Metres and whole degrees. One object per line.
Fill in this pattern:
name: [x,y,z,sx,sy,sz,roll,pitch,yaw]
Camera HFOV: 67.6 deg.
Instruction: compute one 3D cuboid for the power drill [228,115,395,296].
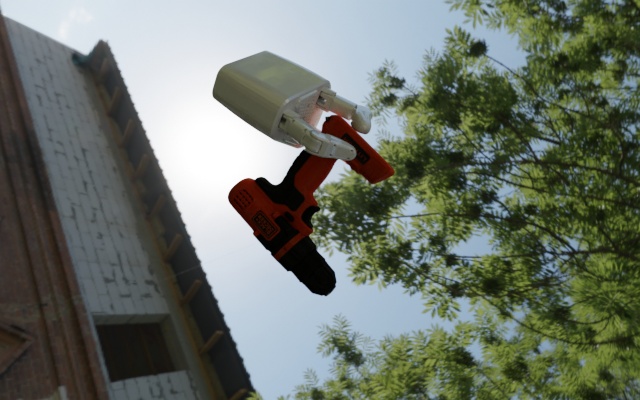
power drill: [0.000,0.001,0.597,0.187,0.184,0.057,-44,-4,9]
